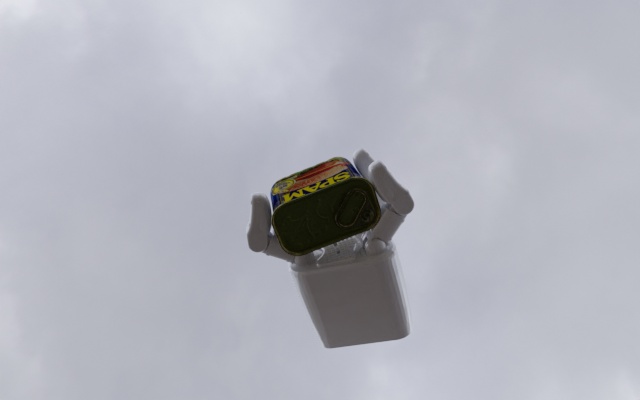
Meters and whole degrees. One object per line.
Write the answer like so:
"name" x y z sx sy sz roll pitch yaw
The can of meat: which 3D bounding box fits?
"can of meat" 0.000 0.001 0.485 0.102 0.057 0.084 -21 22 -1
